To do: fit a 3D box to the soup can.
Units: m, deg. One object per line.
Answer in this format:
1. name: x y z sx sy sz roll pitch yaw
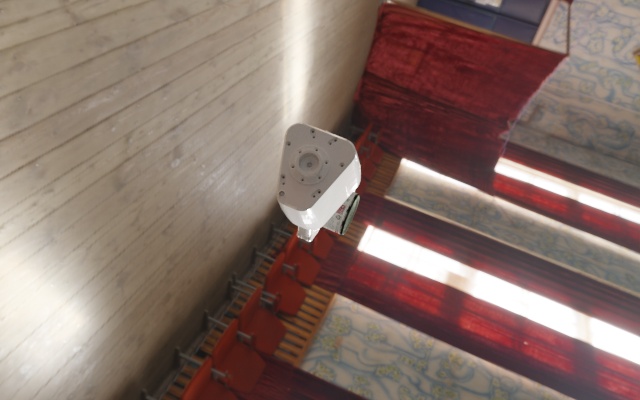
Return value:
1. soup can: 0.000 0.003 0.720 0.102 0.068 0.068 23 4 11
